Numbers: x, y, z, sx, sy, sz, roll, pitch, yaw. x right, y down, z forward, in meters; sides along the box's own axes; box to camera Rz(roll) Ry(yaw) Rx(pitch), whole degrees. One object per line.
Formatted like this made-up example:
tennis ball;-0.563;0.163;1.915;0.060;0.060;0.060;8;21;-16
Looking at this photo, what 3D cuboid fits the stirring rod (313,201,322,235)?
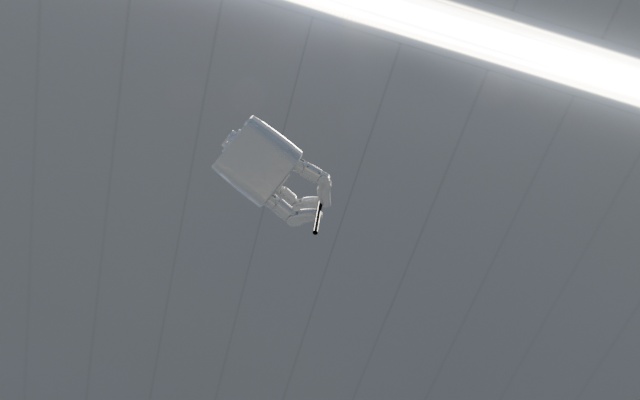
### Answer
stirring rod;0.000;0.003;0.831;0.011;0.011;0.239;0;22;4
